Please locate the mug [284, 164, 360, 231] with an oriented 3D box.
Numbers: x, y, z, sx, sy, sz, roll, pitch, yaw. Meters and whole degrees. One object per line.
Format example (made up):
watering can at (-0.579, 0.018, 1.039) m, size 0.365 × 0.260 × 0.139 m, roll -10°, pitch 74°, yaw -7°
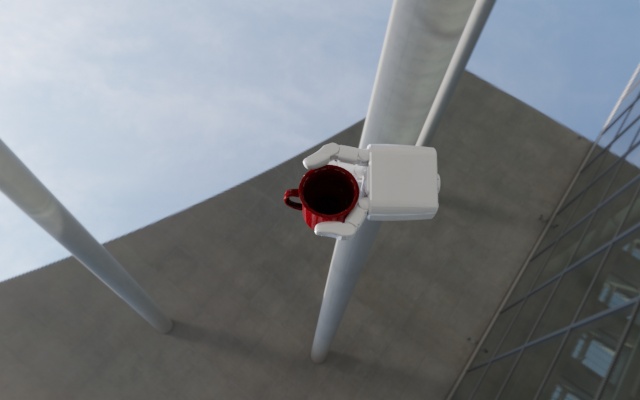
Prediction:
mug at (-0.001, 0.003, 0.761) m, size 0.117 × 0.093 × 0.081 m, roll 2°, pitch -27°, yaw -1°
